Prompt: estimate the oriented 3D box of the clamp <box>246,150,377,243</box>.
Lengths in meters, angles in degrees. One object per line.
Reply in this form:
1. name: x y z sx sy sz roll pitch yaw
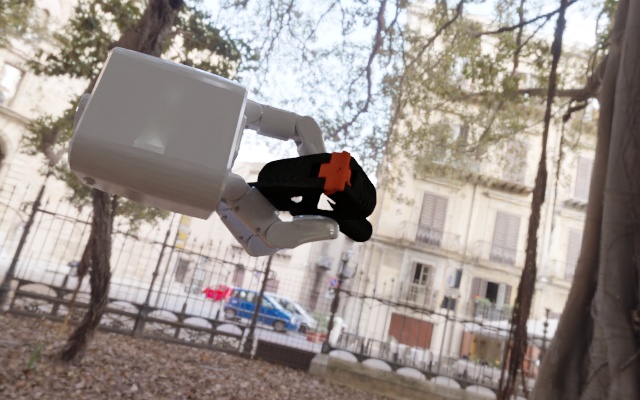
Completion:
1. clamp: 0.000 0.000 0.408 0.164 0.036 0.210 15 -13 -16
